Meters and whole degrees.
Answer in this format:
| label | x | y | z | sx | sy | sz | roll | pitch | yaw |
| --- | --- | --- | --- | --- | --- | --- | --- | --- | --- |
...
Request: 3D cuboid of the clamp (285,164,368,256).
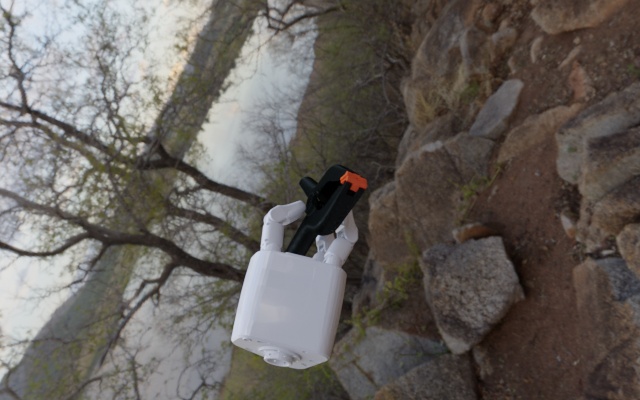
| label | x | y | z | sx | sy | sz | roll | pitch | yaw |
| --- | --- | --- | --- | --- | --- | --- | --- | --- | --- |
| clamp | 0.000 | 0.002 | 0.639 | 0.036 | 0.164 | 0.210 | 21 | -34 | -17 |
